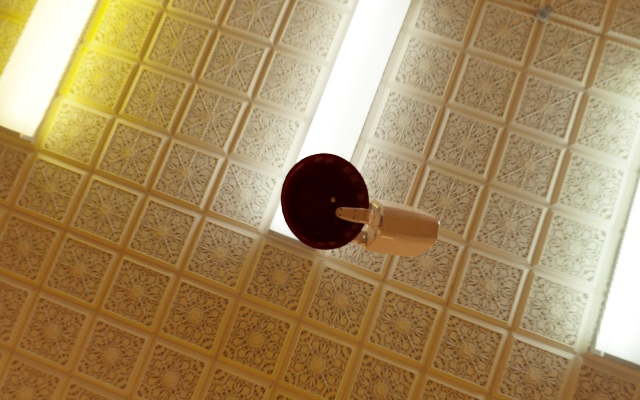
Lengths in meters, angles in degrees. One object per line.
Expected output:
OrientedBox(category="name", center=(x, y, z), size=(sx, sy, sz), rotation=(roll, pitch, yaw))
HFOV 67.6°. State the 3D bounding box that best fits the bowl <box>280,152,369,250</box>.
OrientedBox(category="bowl", center=(-0.001, 0.002, 0.809), size=(0.162, 0.162, 0.055), rotation=(0, -4, -24))
